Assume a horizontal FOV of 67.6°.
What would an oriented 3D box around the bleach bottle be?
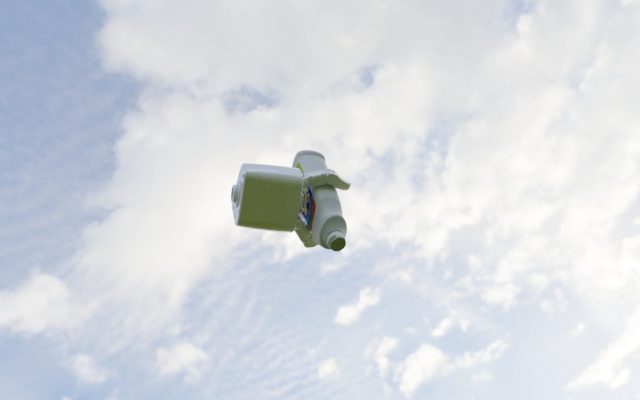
[{"bbox_3d":[0.000,0.003,0.891,0.068,0.103,0.250,6,28,-20],"label":"bleach bottle"}]
